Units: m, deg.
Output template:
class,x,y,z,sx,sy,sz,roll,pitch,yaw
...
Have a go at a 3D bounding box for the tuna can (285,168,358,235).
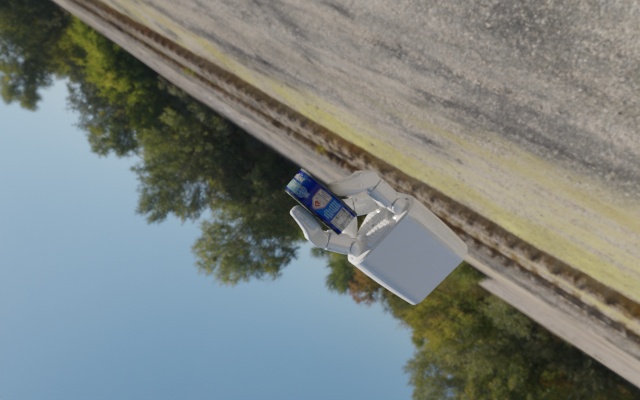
class,x,y,z,sx,sy,sz,roll,pitch,yaw
tuna can,0.000,0.002,0.558,0.086,0.034,0.086,40,-1,1
